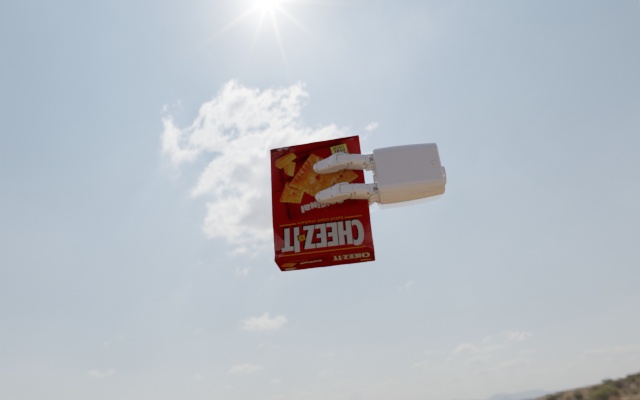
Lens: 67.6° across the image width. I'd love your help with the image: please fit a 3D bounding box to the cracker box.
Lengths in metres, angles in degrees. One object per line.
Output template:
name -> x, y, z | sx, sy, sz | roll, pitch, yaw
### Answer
cracker box -> 0.000, 0.003, 0.821 | 0.164, 0.213, 0.072 | -8, -25, 6
